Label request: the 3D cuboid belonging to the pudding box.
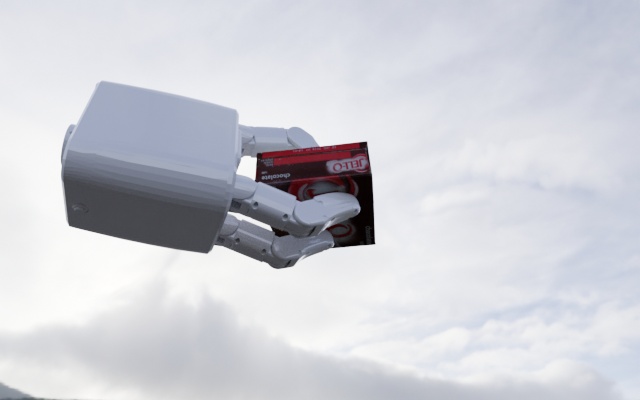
[{"bbox_3d":[0.000,0.001,0.406,0.090,0.039,0.114,-5,-32,5],"label":"pudding box"}]
